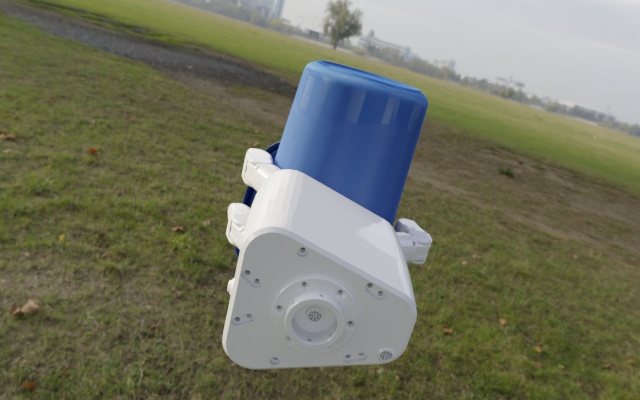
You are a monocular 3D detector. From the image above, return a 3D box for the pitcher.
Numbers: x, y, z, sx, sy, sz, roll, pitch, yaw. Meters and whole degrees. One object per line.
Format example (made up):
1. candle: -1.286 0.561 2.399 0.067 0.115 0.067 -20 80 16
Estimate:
1. pitcher: 0.000 0.002 0.441 0.149 0.243 0.145 15 19 -5
